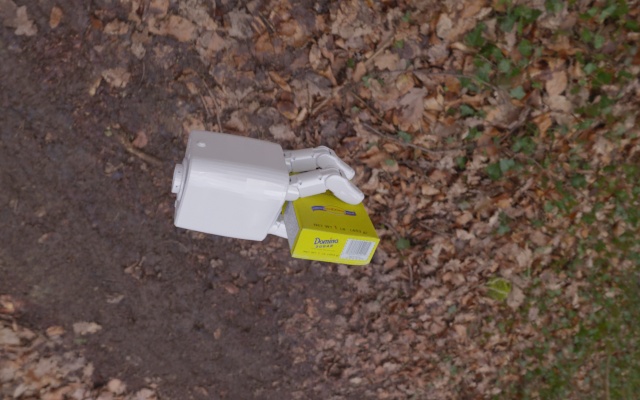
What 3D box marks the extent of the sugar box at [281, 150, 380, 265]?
[{"bbox_3d":[0.000,0.001,0.577,0.093,0.048,0.176,10,33,-21],"label":"sugar box"}]
